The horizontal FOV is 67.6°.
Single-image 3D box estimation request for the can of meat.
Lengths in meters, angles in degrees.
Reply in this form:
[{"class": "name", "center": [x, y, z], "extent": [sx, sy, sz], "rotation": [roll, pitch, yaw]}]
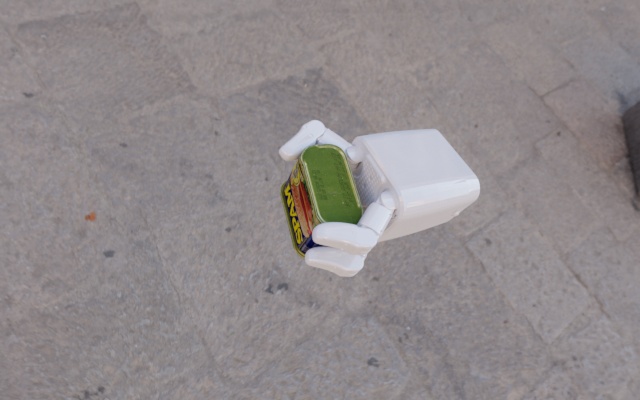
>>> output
[{"class": "can of meat", "center": [0.000, 0.001, 0.513], "extent": [0.057, 0.102, 0.084], "rotation": [-7, -23, -22]}]
